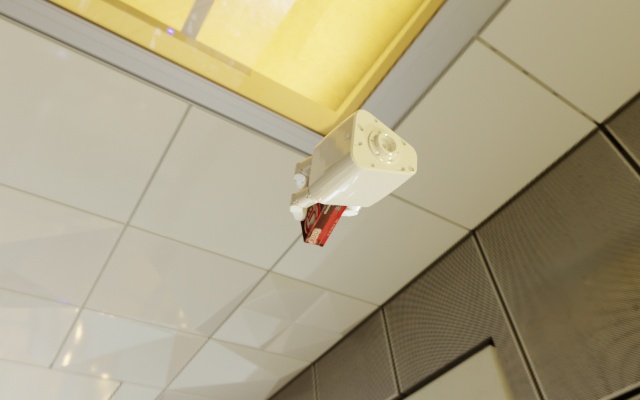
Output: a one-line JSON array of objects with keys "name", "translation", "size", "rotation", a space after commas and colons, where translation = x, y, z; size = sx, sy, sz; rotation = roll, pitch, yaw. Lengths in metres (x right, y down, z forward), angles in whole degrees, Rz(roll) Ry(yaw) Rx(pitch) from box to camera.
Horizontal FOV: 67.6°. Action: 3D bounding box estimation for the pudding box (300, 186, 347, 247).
[{"name": "pudding box", "translation": [0.000, 0.002, 0.745], "size": [0.039, 0.090, 0.113], "rotation": [19, 31, -20]}]
